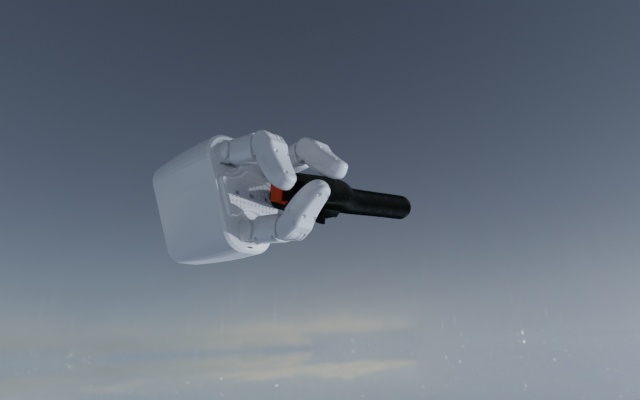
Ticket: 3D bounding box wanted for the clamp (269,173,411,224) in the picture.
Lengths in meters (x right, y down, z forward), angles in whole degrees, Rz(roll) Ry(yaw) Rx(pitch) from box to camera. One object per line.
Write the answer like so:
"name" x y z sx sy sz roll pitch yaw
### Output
"clamp" 0.000 0.002 0.487 0.120 0.039 0.171 -16 -21 39
